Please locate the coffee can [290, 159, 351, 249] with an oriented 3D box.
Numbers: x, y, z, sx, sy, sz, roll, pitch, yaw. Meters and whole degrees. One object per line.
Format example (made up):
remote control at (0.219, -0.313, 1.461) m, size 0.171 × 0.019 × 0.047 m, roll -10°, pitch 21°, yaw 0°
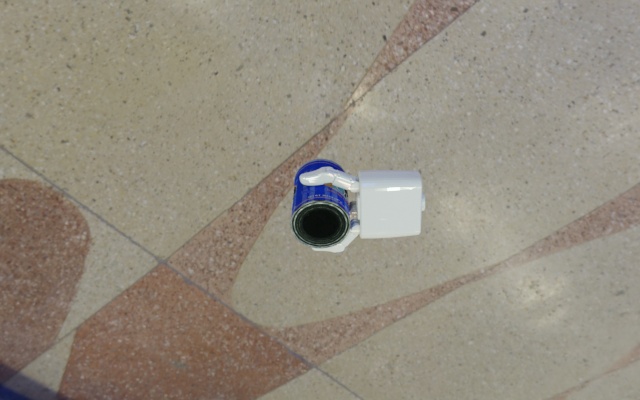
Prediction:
coffee can at (0.000, 0.003, 0.861) m, size 0.103 × 0.103 × 0.140 m, roll 0°, pitch 35°, yaw 0°
